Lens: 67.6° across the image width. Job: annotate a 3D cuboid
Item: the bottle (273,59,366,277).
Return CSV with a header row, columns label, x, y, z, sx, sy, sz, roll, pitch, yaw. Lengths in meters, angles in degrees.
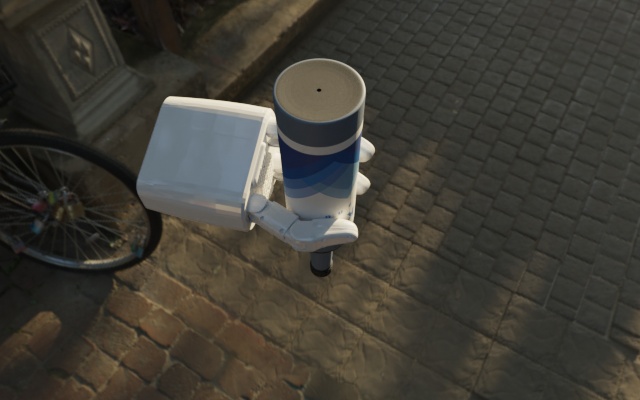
label,x,y,z,sx,sy,sz,roll,pitch,yaw
bottle,0.000,0.001,0.462,0.069,0.069,0.296,0,-33,1
